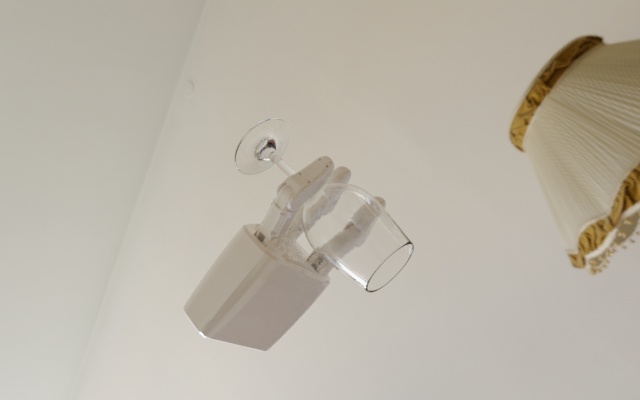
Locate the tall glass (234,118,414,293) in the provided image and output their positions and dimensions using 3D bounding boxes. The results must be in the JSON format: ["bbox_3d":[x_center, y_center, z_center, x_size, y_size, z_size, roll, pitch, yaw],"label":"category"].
[{"bbox_3d":[0.000,0.001,0.482,0.201,0.079,0.079,43,23,28],"label":"tall glass"}]
